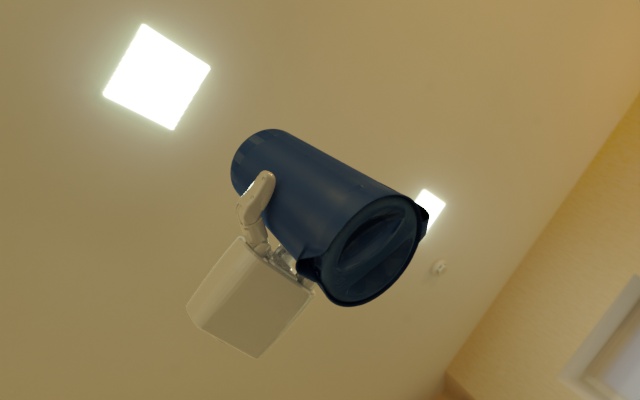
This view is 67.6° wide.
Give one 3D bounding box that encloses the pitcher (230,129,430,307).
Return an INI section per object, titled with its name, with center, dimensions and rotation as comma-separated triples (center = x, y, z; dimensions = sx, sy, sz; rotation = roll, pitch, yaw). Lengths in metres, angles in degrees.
[pitcher]
center = 0.000, 0.002, 0.571
dimensions = 0.242, 0.145, 0.149
rotation = 38, -1, 44
